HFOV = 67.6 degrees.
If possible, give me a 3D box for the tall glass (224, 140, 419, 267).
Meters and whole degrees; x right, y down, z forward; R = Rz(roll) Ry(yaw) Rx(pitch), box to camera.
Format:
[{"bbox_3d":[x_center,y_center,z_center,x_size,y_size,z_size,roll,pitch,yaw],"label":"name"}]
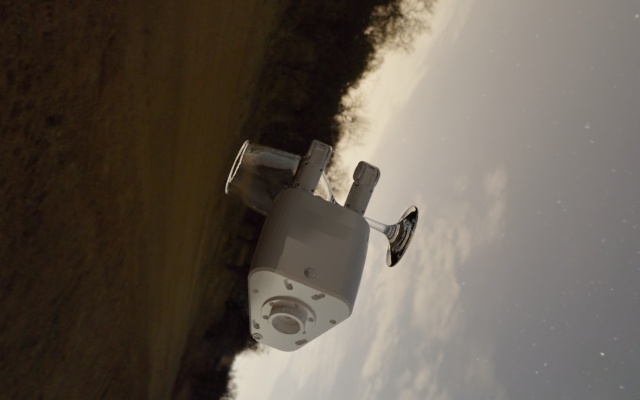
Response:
[{"bbox_3d":[0.001,0.002,0.523,0.201,0.079,0.079,23,-2,-5],"label":"tall glass"}]
